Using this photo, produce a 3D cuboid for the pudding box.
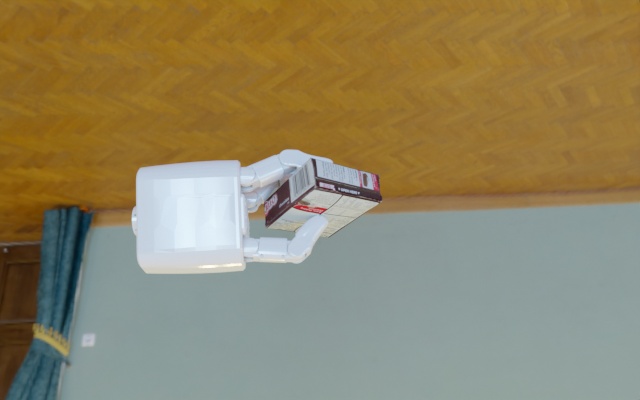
[{"bbox_3d":[0.000,0.002,0.539,0.090,0.039,0.113,11,-29,-31],"label":"pudding box"}]
